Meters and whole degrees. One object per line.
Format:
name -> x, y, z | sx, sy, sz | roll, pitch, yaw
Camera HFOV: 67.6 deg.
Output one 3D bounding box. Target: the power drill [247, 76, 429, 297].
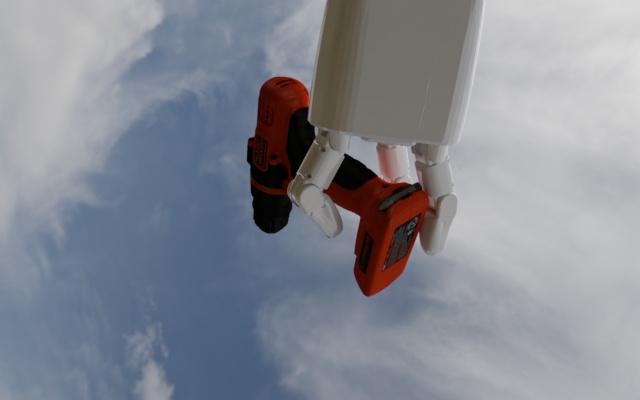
power drill -> 0.000, 0.001, 0.448 | 0.057, 0.185, 0.187 | -30, 55, -35
